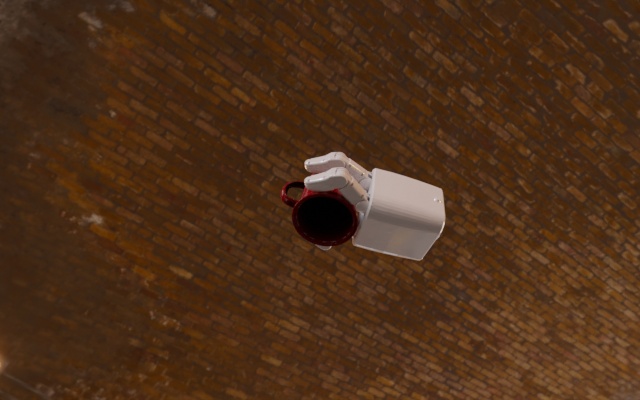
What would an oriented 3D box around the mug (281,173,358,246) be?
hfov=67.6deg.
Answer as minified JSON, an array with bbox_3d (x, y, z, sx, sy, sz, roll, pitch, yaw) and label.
[{"bbox_3d":[-0.001,0.002,0.694,0.117,0.093,0.081,17,37,-1],"label":"mug"}]
